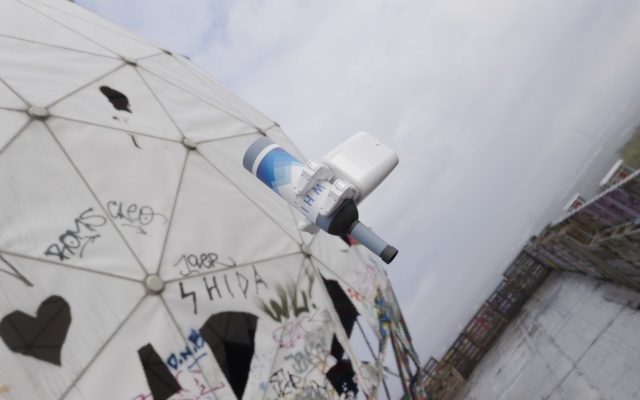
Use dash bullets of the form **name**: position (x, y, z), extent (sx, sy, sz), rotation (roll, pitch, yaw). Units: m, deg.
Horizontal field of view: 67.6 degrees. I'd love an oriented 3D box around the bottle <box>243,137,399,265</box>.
- **bottle**: position (0.000, 0.002, 0.771), extent (0.295, 0.069, 0.069), rotation (37, 14, 20)
